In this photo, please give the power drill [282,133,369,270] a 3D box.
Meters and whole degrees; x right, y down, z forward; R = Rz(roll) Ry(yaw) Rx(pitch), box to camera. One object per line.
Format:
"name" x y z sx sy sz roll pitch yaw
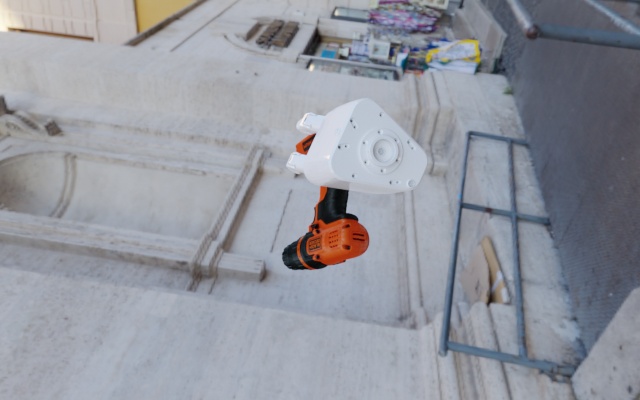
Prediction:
"power drill" 0.000 0.002 0.671 0.057 0.187 0.184 8 -18 -32
